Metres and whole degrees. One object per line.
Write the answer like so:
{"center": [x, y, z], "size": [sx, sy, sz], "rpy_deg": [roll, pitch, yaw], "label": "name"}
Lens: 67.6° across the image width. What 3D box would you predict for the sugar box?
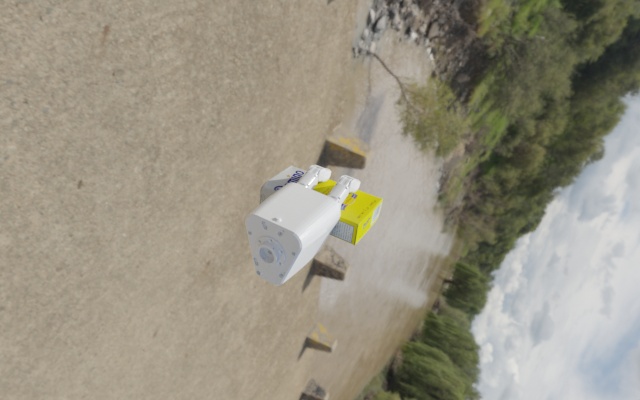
{"center": [0.000, 0.002, 0.764], "size": [0.176, 0.048, 0.093], "rpy_deg": [23, 35, 20], "label": "sugar box"}
